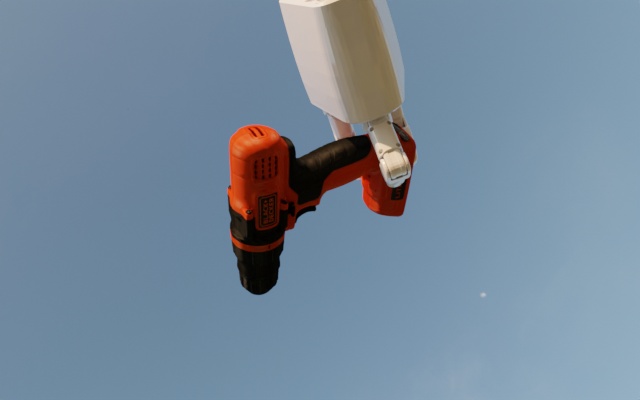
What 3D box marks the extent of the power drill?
[{"bbox_3d":[0.000,0.001,0.474,0.187,0.185,0.057,-17,42,-27],"label":"power drill"}]
